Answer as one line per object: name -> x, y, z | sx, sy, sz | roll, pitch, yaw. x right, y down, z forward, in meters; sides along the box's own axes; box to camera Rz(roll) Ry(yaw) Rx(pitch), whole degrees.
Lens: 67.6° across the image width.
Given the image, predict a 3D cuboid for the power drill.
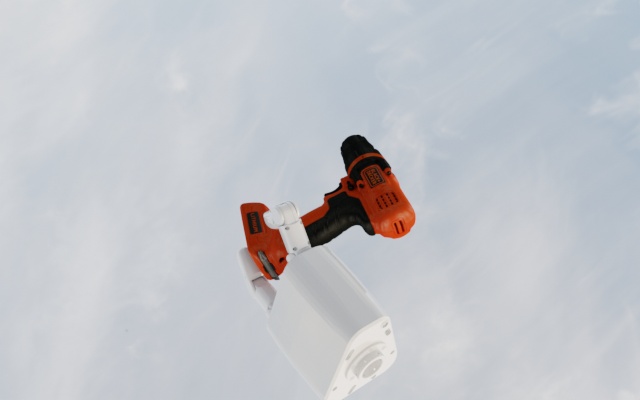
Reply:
power drill -> 0.000, 0.002, 0.568 | 0.187, 0.057, 0.184 | -25, 37, 3
